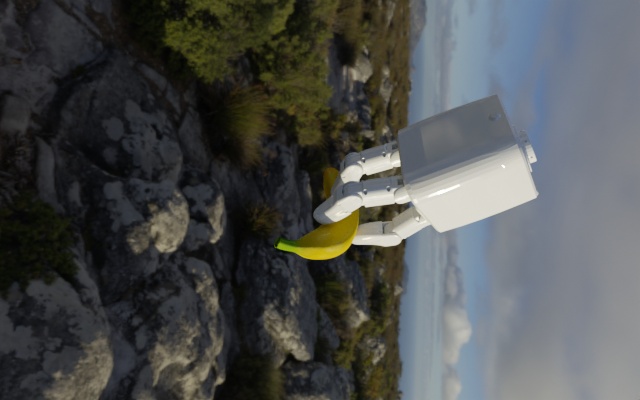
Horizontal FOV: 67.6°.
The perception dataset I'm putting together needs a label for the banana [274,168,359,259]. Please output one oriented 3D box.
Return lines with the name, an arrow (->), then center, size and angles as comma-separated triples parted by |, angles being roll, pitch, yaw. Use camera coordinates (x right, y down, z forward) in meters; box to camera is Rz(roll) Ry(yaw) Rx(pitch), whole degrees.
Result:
banana -> 0.013, 0.015, 0.541 | 0.037, 0.069, 0.197 | -46, 5, 28
